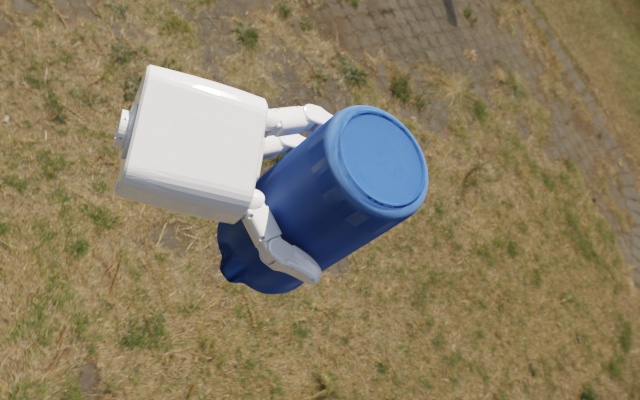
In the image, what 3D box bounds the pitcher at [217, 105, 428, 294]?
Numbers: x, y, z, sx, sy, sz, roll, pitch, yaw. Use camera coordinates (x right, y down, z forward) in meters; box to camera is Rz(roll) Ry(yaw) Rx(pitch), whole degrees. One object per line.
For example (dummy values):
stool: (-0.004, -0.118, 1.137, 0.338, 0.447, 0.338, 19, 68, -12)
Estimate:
pitcher: (0.000, 0.002, 0.498, 0.145, 0.149, 0.243, 15, -28, -26)
